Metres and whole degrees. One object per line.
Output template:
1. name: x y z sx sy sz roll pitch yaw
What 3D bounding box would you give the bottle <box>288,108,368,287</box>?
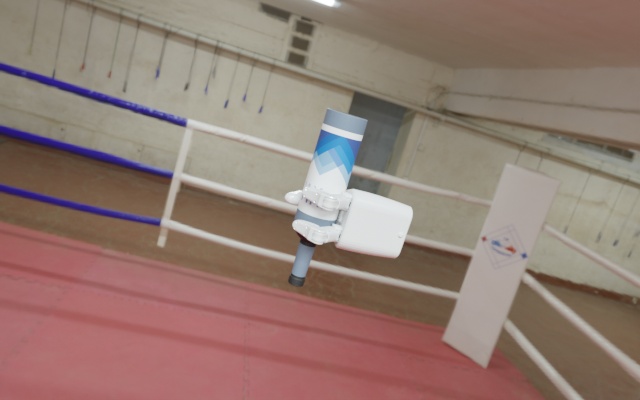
1. bottle: 0.000 0.002 0.777 0.069 0.296 0.069 16 12 -4
